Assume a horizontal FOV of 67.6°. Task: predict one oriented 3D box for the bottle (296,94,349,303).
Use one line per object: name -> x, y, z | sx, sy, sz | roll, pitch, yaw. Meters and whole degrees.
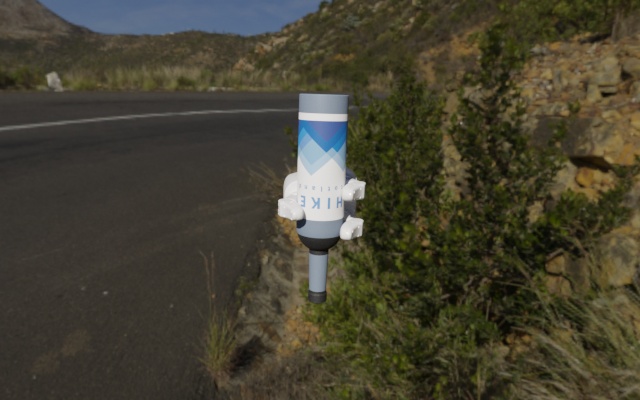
bottle -> 0.000, 0.002, 0.670 | 0.069, 0.296, 0.069 | 2, 12, 0
